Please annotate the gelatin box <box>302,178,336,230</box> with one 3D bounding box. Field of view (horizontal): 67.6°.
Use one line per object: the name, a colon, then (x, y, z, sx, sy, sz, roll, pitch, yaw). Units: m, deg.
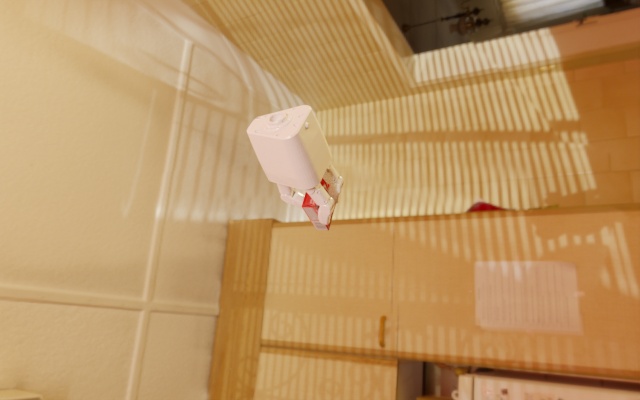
gelatin box: (0.000, 0.003, 0.886, 0.030, 0.073, 0.089, 3, -31, 23)
